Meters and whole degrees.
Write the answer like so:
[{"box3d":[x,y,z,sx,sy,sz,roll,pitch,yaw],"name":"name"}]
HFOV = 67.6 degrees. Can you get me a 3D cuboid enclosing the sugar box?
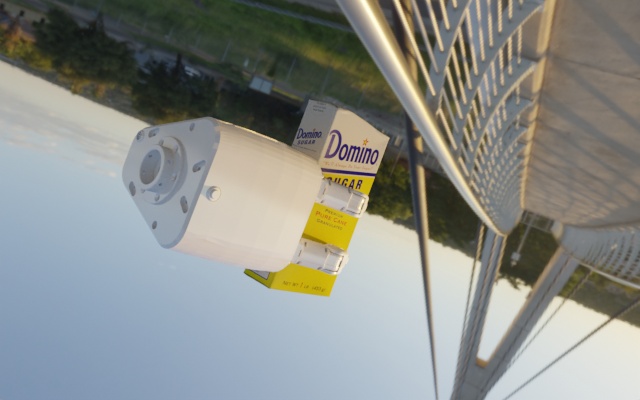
[{"box3d":[0.000,0.002,0.465,0.048,0.176,0.093,24,3,41],"name":"sugar box"}]
